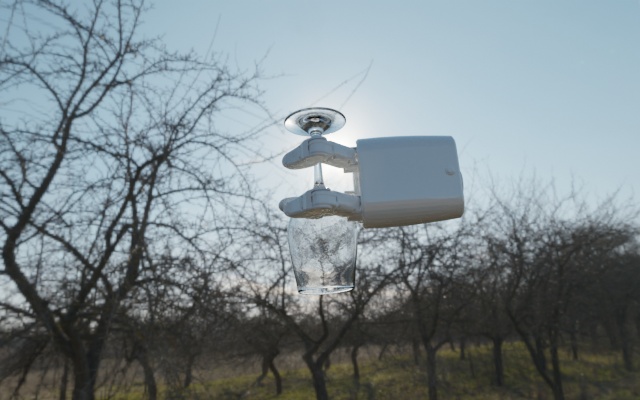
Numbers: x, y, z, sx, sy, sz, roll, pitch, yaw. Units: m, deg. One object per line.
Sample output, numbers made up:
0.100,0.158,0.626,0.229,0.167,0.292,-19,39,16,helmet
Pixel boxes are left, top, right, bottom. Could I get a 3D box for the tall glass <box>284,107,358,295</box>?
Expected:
0.000,0.001,0.539,0.079,0.201,0.079,-3,-17,-1,tall glass
